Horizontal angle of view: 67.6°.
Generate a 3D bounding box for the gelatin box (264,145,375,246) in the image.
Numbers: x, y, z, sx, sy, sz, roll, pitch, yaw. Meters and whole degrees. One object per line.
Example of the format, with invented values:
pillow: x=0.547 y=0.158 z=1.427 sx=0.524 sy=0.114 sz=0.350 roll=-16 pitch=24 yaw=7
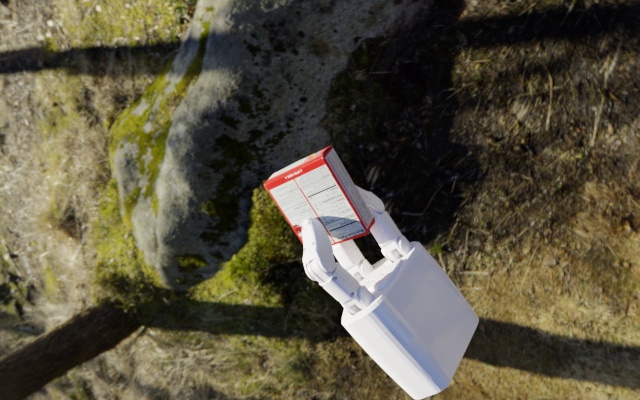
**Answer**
gelatin box: x=0.000 y=0.001 z=0.464 sx=0.073 sy=0.089 sz=0.030 roll=-23 pitch=19 yaw=31
